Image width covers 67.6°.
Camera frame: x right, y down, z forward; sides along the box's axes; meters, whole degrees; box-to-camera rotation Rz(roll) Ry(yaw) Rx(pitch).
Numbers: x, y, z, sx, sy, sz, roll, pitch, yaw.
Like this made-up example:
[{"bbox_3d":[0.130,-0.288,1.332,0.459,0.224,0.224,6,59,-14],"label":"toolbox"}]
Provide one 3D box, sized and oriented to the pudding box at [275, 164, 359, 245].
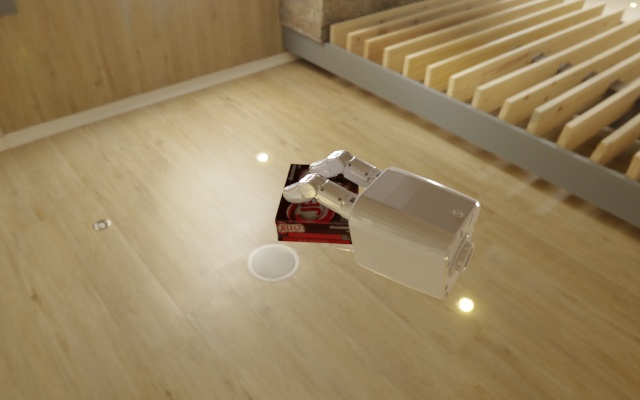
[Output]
[{"bbox_3d":[0.000,0.002,0.568,0.090,0.039,0.113,3,37,6],"label":"pudding box"}]
